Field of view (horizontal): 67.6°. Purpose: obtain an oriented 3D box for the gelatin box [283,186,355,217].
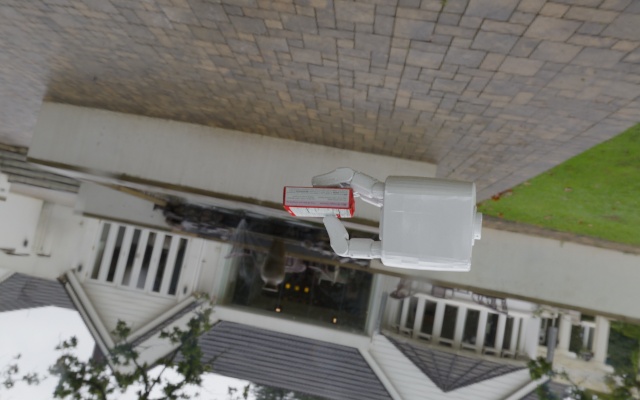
[{"bbox_3d":[0.000,0.003,0.628,0.089,0.030,0.073,1,-10,6],"label":"gelatin box"}]
